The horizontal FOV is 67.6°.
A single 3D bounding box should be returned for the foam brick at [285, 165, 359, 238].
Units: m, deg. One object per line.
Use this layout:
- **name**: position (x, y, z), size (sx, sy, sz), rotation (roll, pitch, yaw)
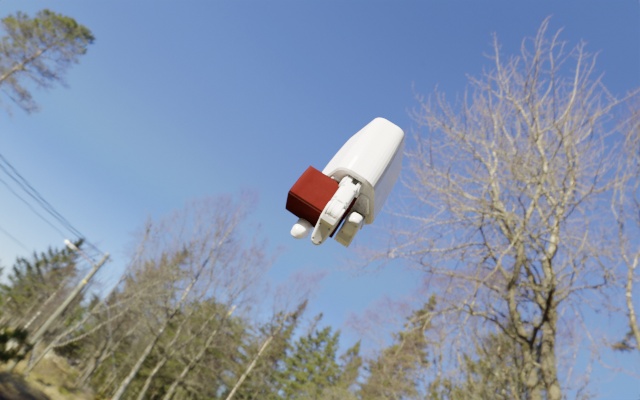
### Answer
- **foam brick**: position (0.000, 0.002, 0.631), size (0.078, 0.051, 0.053), rotation (32, -27, 5)
